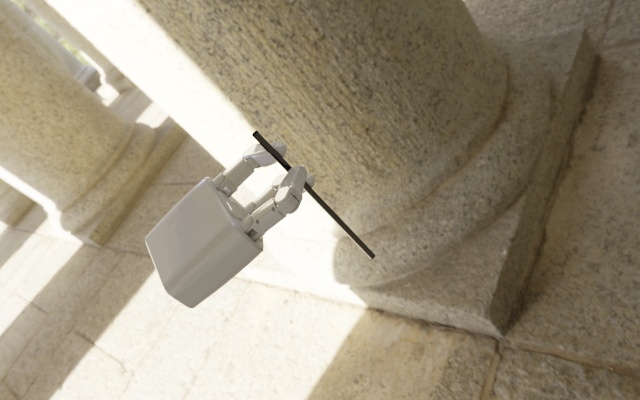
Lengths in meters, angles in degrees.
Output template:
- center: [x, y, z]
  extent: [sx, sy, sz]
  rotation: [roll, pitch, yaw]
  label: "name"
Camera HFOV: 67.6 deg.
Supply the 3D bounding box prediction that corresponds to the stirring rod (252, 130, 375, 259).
- center: [0.000, 0.002, 0.569]
  extent: [0.011, 0.011, 0.240]
  rotation: [0, -37, 46]
  label: "stirring rod"
